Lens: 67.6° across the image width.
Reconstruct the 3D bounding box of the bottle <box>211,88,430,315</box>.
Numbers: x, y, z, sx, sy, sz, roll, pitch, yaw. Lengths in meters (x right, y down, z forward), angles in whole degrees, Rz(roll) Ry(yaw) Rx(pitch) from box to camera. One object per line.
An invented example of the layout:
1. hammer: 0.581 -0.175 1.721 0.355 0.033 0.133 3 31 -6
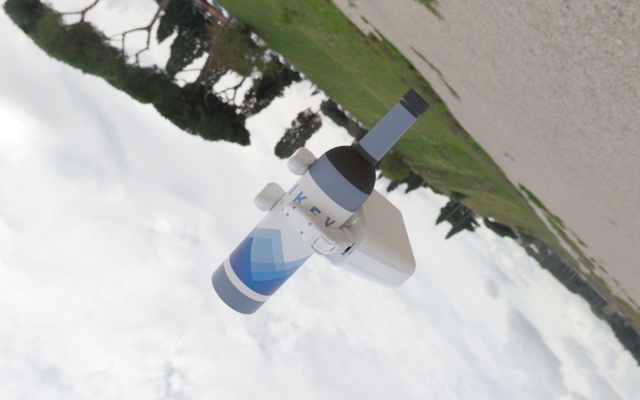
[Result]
1. bottle: 0.000 0.002 0.506 0.296 0.069 0.069 -46 -16 16
